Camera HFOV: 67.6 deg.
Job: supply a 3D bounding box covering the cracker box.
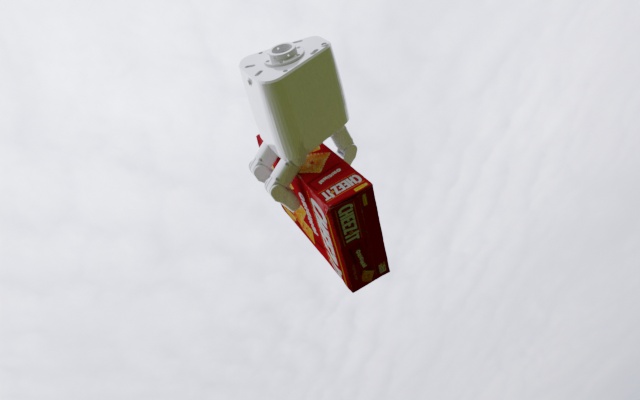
[{"bbox_3d":[0.000,0.002,0.670,0.072,0.164,0.213,-29,42,-13],"label":"cracker box"}]
